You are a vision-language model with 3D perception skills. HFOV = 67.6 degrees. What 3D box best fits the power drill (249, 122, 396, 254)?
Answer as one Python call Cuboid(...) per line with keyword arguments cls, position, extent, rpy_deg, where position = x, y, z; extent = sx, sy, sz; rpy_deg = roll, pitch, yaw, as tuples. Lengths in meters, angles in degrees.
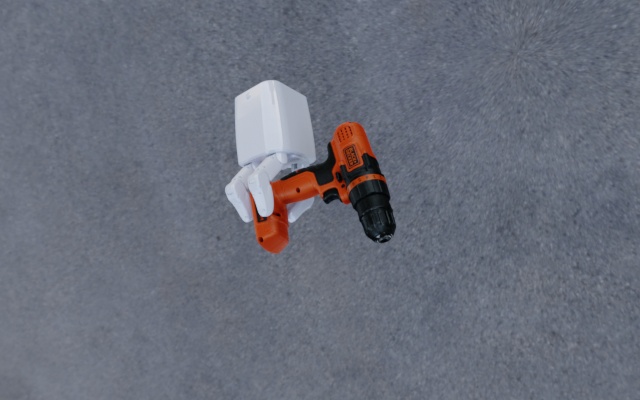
Cuboid(cls="power drill", position=(0.000, 0.002, 0.645), extent=(0.188, 0.184, 0.057), rpy_deg=(-25, -35, 16))
